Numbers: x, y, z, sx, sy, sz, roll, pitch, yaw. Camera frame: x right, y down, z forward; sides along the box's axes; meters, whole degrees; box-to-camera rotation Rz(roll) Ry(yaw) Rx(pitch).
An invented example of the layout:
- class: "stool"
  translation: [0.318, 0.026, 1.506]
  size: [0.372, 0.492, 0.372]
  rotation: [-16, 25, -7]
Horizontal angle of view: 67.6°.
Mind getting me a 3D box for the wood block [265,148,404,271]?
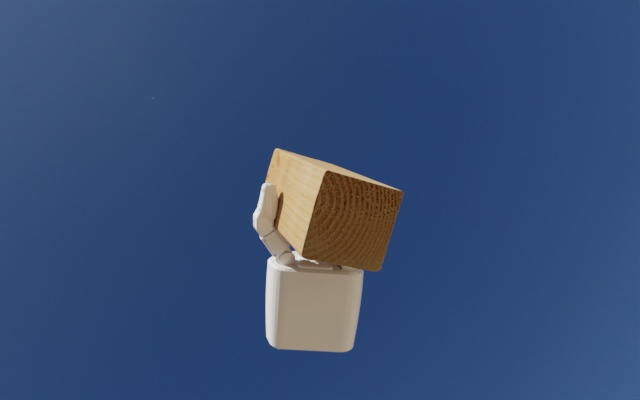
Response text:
- class: "wood block"
  translation: [0.000, 0.002, 0.562]
  size: [0.091, 0.090, 0.206]
  rotation: [13, 7, -21]
